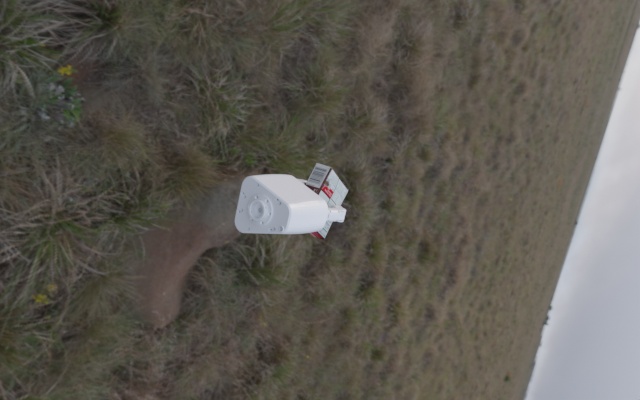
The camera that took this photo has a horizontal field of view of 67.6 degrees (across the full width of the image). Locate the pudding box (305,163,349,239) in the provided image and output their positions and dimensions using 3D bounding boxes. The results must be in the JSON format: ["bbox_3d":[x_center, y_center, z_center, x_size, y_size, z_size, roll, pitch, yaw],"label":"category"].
[{"bbox_3d":[0.000,0.003,0.870,0.039,0.113,0.090,19,-17,32],"label":"pudding box"}]
